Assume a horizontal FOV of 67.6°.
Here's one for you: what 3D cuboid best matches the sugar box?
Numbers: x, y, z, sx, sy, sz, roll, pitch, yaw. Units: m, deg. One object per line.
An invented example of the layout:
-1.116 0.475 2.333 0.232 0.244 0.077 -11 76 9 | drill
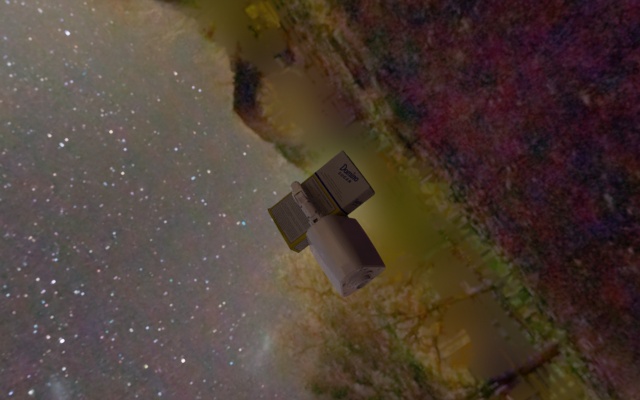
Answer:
0.000 0.003 0.845 0.176 0.093 0.048 -36 -26 5 | sugar box
